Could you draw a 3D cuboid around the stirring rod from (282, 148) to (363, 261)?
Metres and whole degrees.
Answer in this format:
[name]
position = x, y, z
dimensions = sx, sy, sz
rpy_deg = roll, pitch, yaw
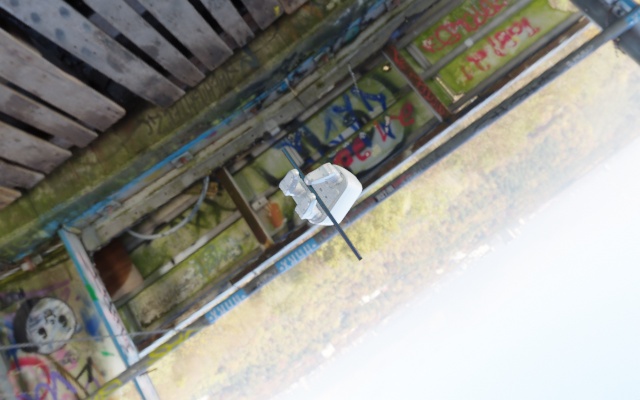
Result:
[stirring rod]
position = 0.000, 0.003, 0.815
dimensions = 0.011, 0.239, 0.011
rpy_deg = -32, -18, -11
